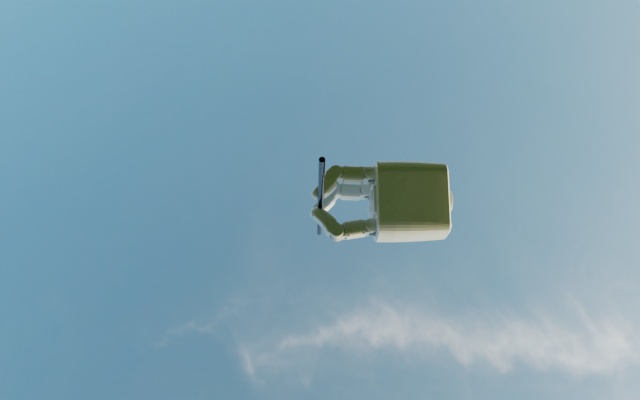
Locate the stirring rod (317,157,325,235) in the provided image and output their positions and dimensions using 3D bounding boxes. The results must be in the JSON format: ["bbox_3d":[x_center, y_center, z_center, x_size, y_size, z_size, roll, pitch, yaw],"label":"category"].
[{"bbox_3d":[0.000,0.002,0.678,0.011,0.011,0.240,0,-25,-1],"label":"stirring rod"}]
